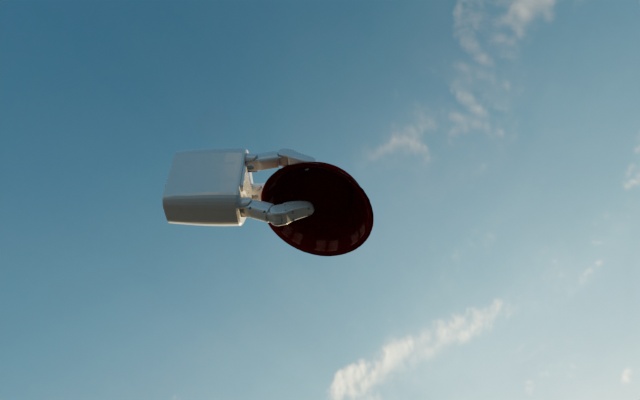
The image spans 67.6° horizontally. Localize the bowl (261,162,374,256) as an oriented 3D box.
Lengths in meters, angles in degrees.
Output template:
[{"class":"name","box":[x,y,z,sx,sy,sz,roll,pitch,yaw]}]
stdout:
[{"class":"bowl","box":[0.001,0.002,0.680,0.162,0.162,0.055,0,36,18]}]
